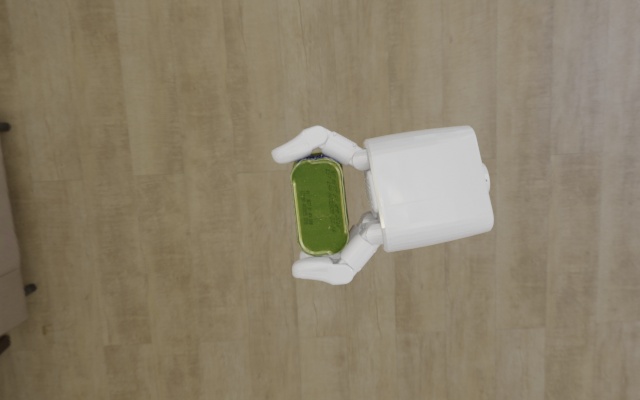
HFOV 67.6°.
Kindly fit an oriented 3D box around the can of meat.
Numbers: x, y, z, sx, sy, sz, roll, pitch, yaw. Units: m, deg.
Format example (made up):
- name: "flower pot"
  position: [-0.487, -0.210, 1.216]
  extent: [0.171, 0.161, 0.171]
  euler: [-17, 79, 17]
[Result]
- name: "can of meat"
  position: [0.000, 0.002, 0.501]
  extent: [0.057, 0.102, 0.084]
  euler: [-7, 8, 1]
